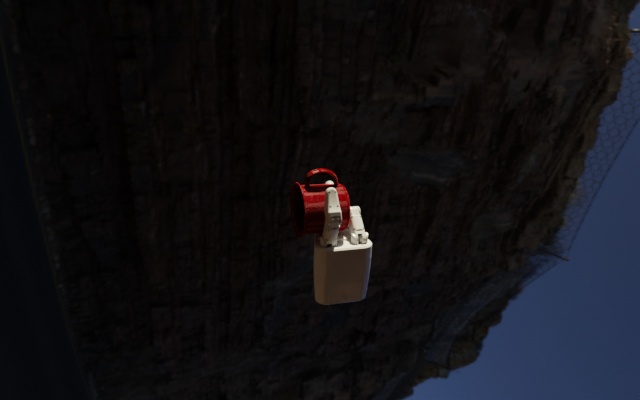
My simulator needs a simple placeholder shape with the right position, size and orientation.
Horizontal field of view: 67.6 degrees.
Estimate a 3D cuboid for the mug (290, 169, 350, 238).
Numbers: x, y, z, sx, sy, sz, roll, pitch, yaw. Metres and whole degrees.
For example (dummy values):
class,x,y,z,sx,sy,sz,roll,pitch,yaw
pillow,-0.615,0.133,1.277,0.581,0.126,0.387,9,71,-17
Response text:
class,x,y,z,sx,sy,sz,roll,pitch,yaw
mug,0.000,0.001,0.800,0.081,0.117,0.093,-4,21,-18
